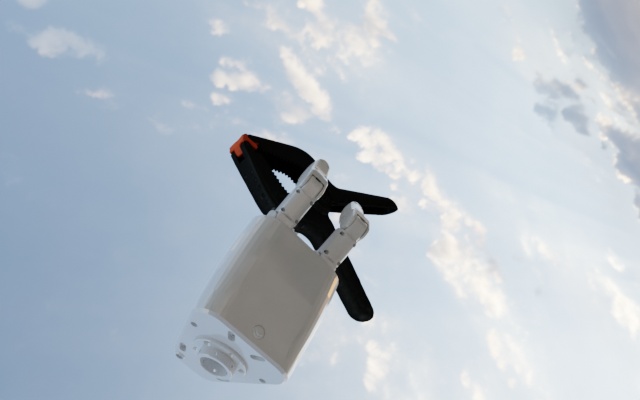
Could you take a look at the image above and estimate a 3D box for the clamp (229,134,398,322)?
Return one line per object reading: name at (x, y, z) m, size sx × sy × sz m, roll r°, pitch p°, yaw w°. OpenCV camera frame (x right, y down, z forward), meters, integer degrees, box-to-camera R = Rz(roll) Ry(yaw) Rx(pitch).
clamp at (-0.001, 0.002, 0.496) m, size 0.036 × 0.210 × 0.164 m, roll -34°, pitch 17°, yaw 41°
